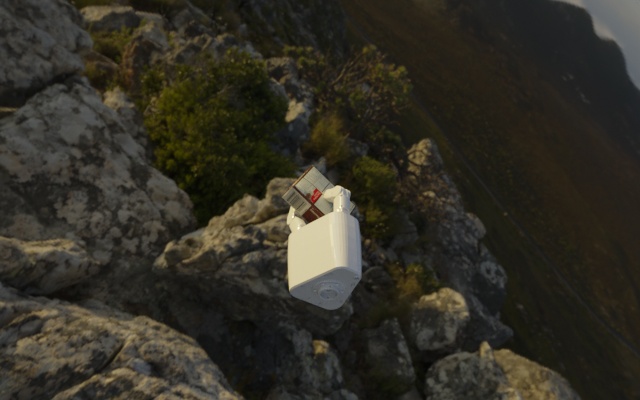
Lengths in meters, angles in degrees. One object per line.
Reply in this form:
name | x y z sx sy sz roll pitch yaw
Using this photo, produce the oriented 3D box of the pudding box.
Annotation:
pudding box | 0.000 0.003 0.834 0.039 0.113 0.090 -43 5 35
